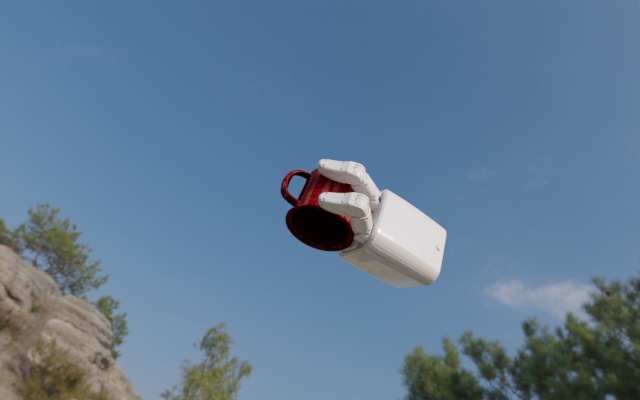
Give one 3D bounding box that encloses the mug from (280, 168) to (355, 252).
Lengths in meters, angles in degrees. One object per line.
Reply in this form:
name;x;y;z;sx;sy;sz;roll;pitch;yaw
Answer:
mug;-0.001;0.001;0.636;0.117;0.081;0.093;32;-39;-12
